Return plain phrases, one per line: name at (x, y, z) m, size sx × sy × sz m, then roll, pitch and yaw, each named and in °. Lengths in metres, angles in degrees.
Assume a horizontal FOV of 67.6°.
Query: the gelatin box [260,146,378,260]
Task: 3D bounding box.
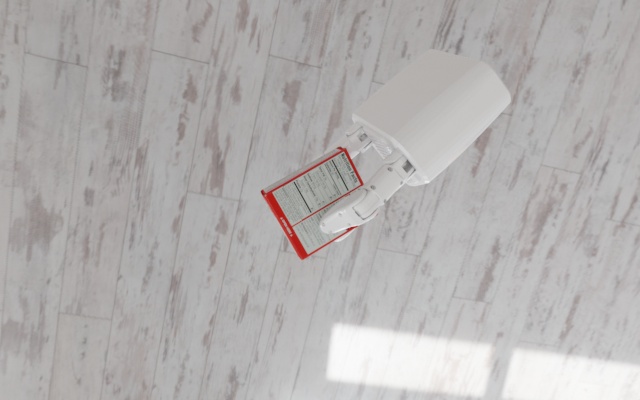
gelatin box at (0.000, 0.002, 0.451) m, size 0.089 × 0.073 × 0.030 m, roll -31°, pitch 16°, yaw -7°
